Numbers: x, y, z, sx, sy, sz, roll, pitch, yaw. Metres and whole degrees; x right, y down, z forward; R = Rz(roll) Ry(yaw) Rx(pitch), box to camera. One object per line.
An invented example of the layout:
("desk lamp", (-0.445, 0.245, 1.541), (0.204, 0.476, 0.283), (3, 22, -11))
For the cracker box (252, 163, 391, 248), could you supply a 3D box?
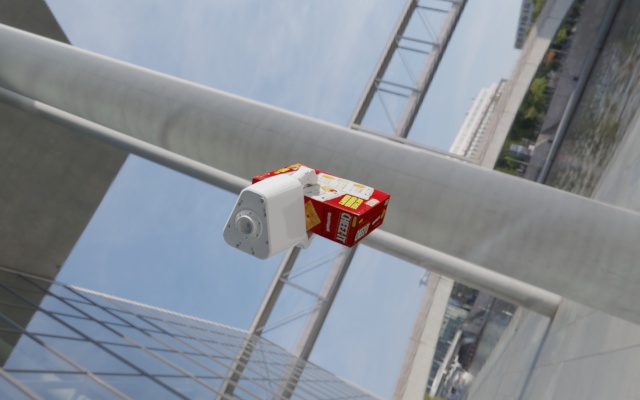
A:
("cracker box", (0.000, 0.003, 0.893), (0.213, 0.072, 0.164), (20, 22, 22))
